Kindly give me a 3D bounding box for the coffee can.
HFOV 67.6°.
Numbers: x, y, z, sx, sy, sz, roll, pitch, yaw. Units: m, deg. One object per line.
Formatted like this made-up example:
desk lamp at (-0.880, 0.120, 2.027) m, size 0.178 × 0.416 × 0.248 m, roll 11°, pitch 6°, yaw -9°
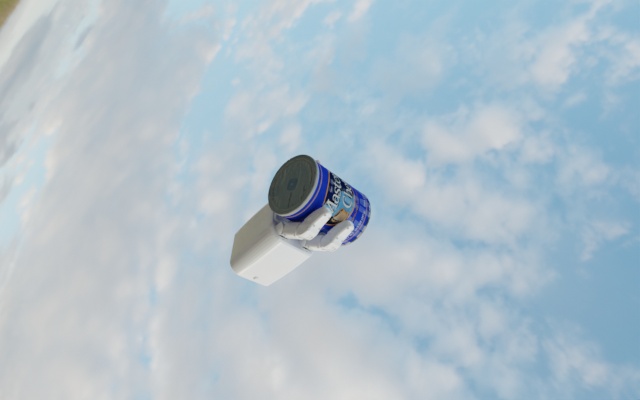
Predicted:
coffee can at (0.000, 0.002, 0.775) m, size 0.103 × 0.102 × 0.140 m, roll 0°, pitch -24°, yaw 45°
